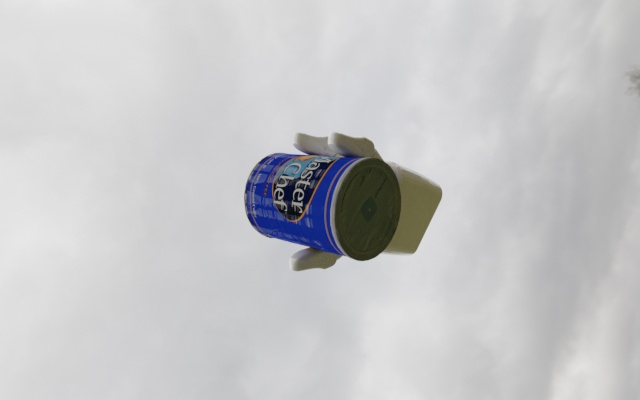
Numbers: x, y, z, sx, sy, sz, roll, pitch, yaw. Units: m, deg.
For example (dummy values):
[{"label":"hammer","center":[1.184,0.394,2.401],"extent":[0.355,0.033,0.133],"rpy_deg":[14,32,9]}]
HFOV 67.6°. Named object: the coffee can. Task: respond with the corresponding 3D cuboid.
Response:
[{"label":"coffee can","center":[0.000,0.002,0.516],"extent":[0.140,0.103,0.103],"rpy_deg":[9,6,44]}]
